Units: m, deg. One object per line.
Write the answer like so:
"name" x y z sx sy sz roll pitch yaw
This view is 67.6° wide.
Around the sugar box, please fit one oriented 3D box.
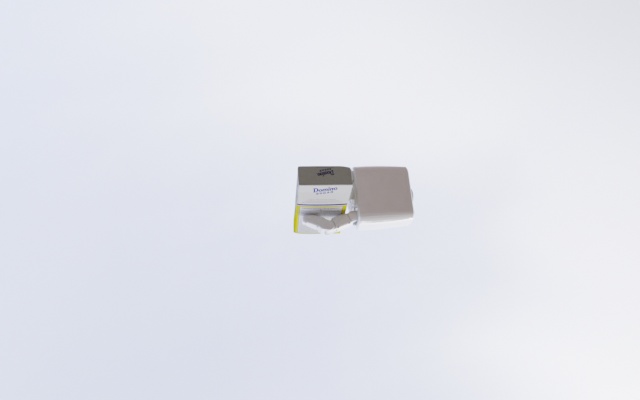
"sugar box" 0.000 0.002 0.867 0.093 0.048 0.176 0 -34 -7
